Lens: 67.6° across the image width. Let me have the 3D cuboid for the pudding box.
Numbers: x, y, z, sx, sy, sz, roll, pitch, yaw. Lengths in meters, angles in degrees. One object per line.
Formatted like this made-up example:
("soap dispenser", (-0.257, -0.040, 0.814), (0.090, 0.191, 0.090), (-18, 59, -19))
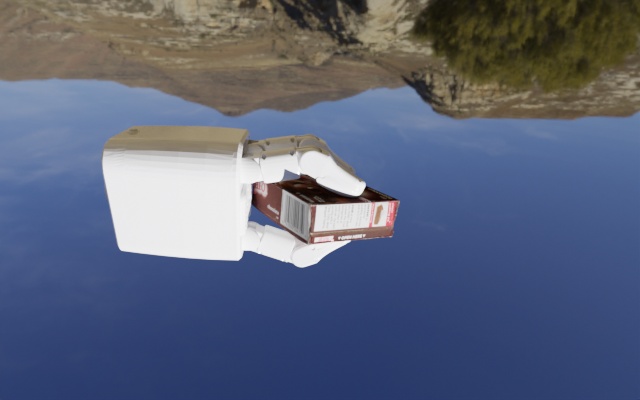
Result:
("pudding box", (0.000, 0.002, 0.432), (0.090, 0.039, 0.113), (-4, 20, -32))
